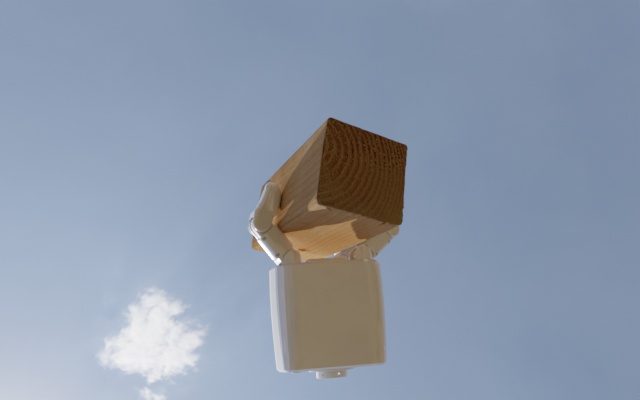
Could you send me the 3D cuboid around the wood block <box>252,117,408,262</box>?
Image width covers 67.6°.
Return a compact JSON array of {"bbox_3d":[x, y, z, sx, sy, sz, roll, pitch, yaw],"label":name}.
[{"bbox_3d":[0.000,0.002,0.534,0.091,0.090,0.206,16,-23,-20],"label":"wood block"}]
